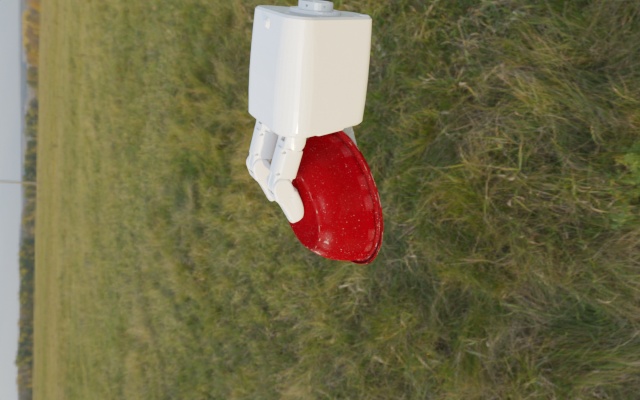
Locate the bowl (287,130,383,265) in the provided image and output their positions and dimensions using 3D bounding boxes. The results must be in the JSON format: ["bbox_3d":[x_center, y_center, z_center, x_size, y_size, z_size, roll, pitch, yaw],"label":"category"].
[{"bbox_3d":[0.000,0.003,0.521,0.055,0.162,0.162,-19,8,-23],"label":"bowl"}]
